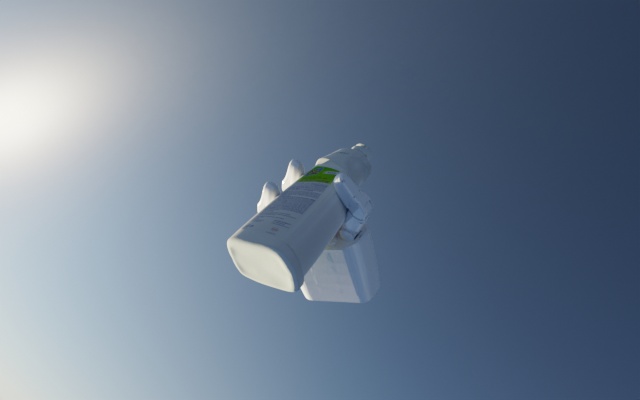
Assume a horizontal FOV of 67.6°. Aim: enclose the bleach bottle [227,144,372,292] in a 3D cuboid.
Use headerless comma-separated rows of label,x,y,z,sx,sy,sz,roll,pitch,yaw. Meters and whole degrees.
bleach bottle,0.000,0.002,0.606,0.102,0.068,0.250,9,40,36
